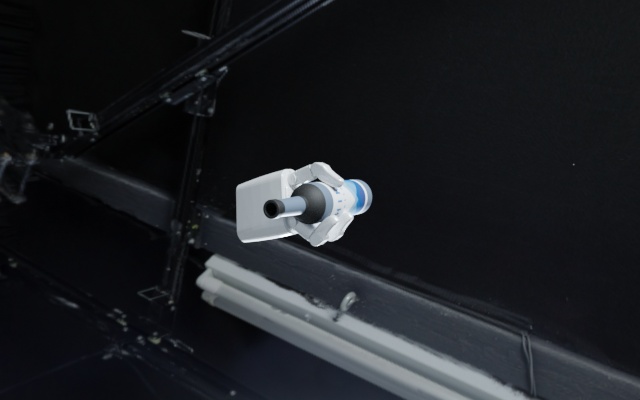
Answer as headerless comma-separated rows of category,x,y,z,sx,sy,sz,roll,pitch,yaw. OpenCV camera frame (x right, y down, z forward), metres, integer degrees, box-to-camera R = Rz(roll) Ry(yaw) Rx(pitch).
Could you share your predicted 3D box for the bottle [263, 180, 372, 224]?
bottle,0.000,0.003,0.790,0.069,0.069,0.295,0,4,28
